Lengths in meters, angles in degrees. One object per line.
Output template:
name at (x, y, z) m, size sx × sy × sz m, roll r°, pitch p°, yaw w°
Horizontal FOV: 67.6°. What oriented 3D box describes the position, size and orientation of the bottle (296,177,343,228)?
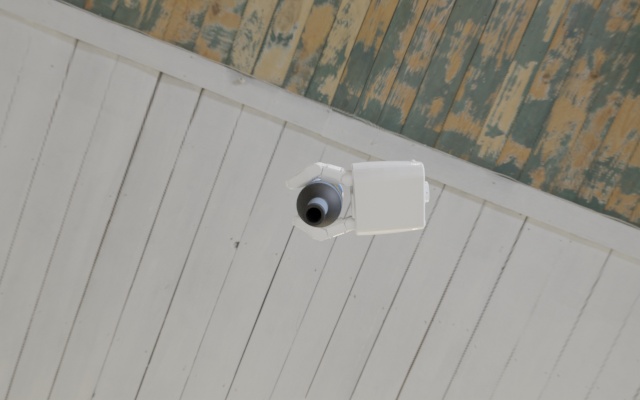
bottle at (0.000, 0.002, 0.725) m, size 0.069 × 0.069 × 0.295 m, roll 0°, pitch 6°, yaw 3°
